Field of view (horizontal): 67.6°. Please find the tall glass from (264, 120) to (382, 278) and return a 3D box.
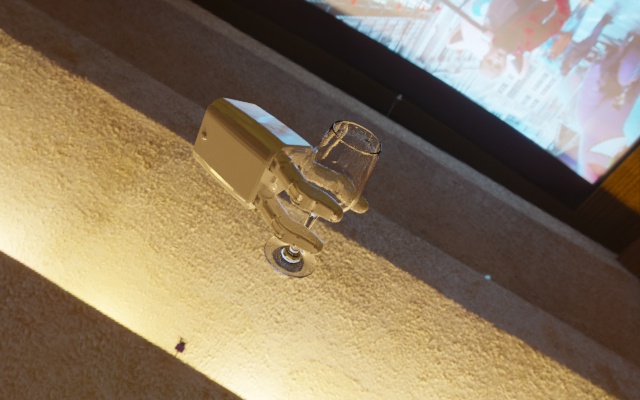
[{"bbox_3d":[0.000,0.002,0.580,0.079,0.201,0.079,20,35,-14],"label":"tall glass"}]
